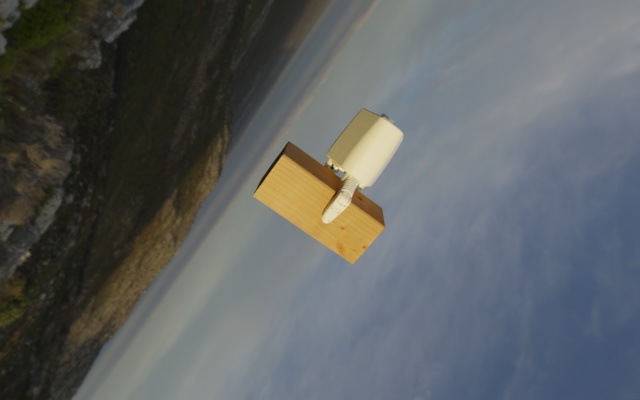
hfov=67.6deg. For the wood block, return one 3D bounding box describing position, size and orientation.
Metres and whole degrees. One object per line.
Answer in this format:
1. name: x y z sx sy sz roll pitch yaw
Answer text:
1. wood block: 0.000 0.003 0.816 0.206 0.090 0.090 35 20 -10
